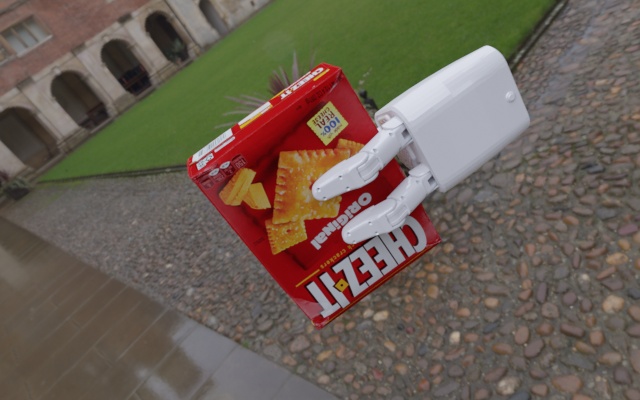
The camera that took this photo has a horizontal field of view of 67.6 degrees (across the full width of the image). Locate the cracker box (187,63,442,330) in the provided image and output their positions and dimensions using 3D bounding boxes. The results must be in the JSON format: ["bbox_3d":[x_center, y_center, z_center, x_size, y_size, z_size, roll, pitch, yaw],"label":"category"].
[{"bbox_3d":[0.000,0.001,0.475,0.164,0.214,0.072,-36,25,-1],"label":"cracker box"}]
